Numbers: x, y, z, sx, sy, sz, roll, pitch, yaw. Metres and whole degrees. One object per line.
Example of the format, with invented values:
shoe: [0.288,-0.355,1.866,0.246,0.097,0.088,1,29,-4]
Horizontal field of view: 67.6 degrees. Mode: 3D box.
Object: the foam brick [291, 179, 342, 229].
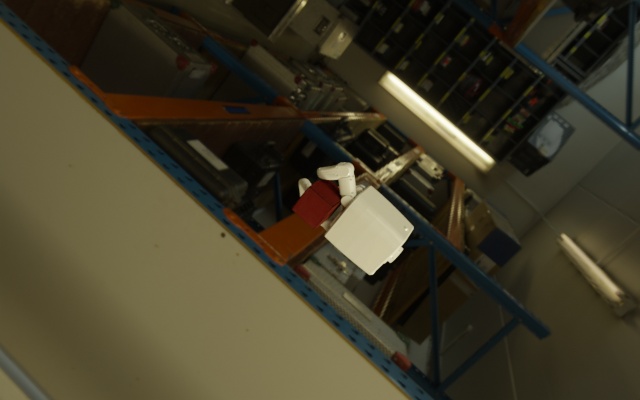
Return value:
foam brick: [0.000,0.003,0.777,0.051,0.053,0.078,43,27,6]
